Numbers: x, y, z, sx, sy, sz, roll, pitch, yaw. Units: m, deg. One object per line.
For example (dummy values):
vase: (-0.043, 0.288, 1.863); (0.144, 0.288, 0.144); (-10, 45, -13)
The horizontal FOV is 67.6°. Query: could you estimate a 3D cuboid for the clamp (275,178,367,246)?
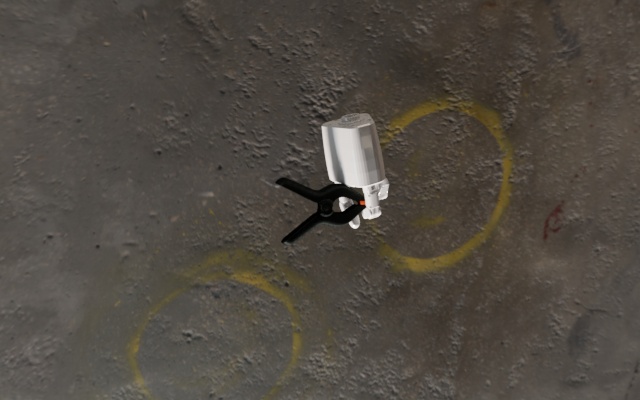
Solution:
clamp: (0.000, 0.003, 0.847); (0.171, 0.120, 0.039); (-17, 20, -14)
